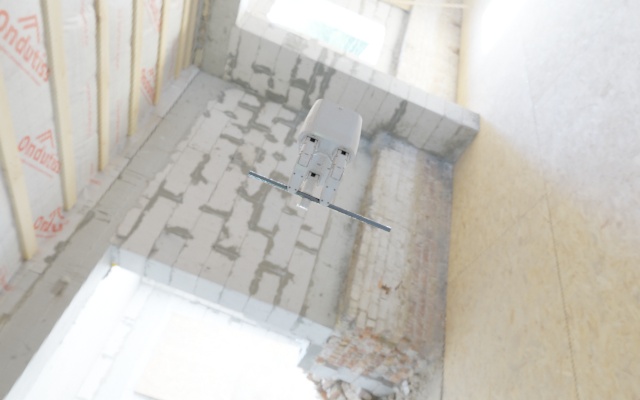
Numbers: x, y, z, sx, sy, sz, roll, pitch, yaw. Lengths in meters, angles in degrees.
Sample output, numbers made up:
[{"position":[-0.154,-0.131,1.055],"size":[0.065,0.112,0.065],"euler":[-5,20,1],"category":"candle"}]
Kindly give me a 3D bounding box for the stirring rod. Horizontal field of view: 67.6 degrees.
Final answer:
[{"position":[0.000,0.002,0.752],"size":[0.239,0.011,0.011],"euler":[22,-2,-5],"category":"stirring rod"}]
